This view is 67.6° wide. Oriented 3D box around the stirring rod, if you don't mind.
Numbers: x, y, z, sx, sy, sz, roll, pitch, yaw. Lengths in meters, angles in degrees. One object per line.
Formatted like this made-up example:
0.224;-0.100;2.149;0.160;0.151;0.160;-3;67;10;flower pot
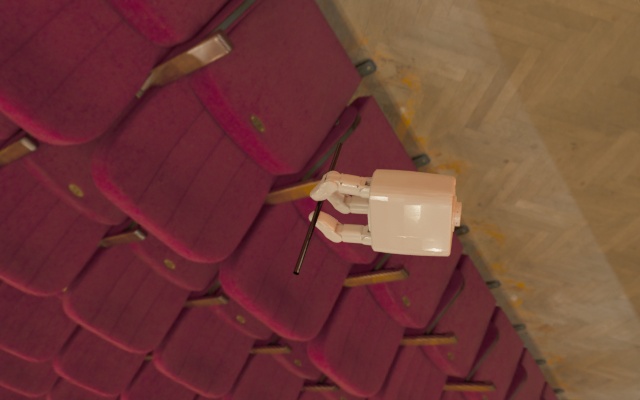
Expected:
0.000;0.002;0.680;0.011;0.239;0.011;12;-38;9;stirring rod
